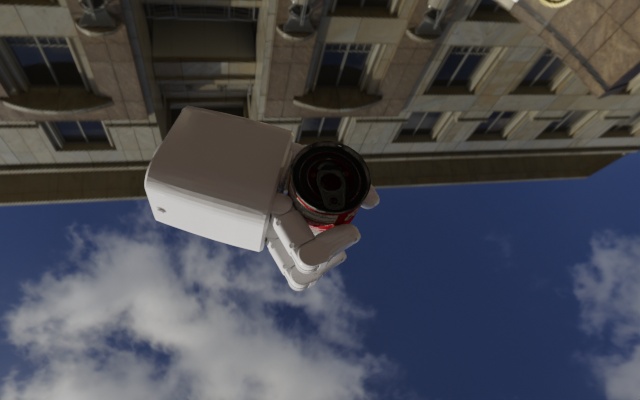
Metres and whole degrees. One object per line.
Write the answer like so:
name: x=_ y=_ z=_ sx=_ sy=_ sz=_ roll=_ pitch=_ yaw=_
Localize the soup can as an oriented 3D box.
soup can: x=0.001 y=0.002 z=0.437 sx=0.068 sy=0.068 sz=0.102 roll=0 pitch=-26 yaw=-11
